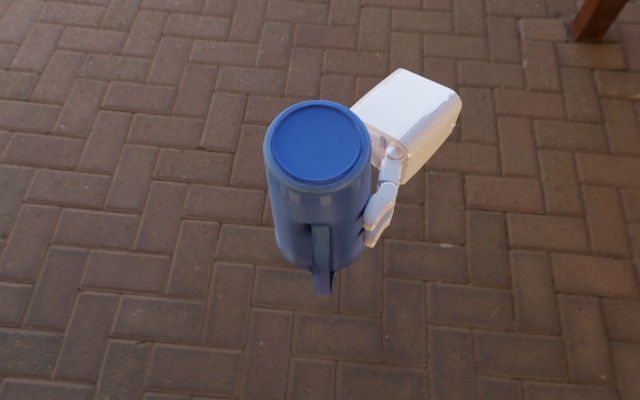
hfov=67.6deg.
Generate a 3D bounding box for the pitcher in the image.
[{"bbox_3d":[0.000,0.002,0.568,0.149,0.145,0.243,43,-16,18],"label":"pitcher"}]
